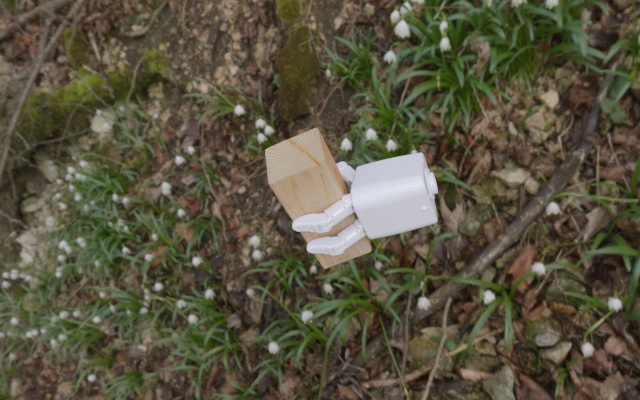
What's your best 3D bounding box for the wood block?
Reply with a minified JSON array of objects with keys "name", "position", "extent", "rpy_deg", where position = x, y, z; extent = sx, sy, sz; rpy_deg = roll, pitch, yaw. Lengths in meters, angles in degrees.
[{"name":"wood block","position":[0.000,0.002,0.755],"extent":[0.090,0.206,0.090],"rpy_deg":[-22,40,9]}]
